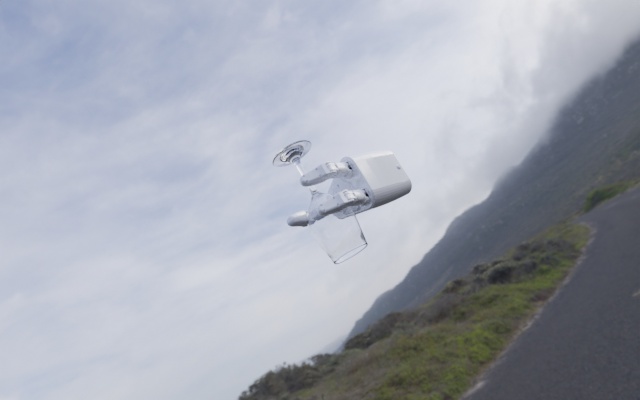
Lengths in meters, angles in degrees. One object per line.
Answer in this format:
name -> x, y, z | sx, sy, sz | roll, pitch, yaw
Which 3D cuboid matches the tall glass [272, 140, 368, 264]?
tall glass -> 0.000, 0.002, 0.781 | 0.079, 0.201, 0.079 | -28, -17, -9
